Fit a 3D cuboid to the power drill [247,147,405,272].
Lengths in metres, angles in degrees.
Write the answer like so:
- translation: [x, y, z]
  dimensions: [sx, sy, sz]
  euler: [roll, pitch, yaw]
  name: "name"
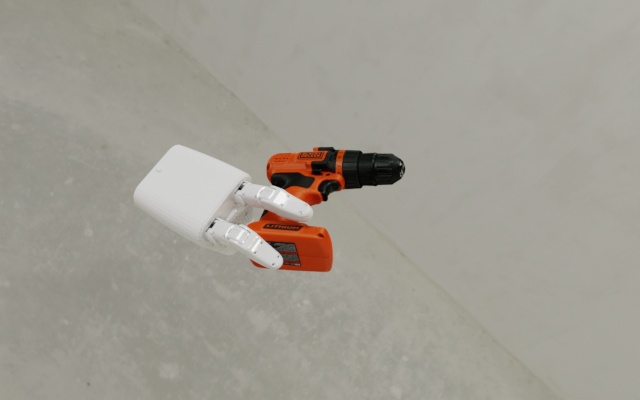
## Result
- translation: [0.000, 0.002, 0.574]
  dimensions: [0.184, 0.057, 0.187]
  euler: [-1, 36, 20]
  name: "power drill"
